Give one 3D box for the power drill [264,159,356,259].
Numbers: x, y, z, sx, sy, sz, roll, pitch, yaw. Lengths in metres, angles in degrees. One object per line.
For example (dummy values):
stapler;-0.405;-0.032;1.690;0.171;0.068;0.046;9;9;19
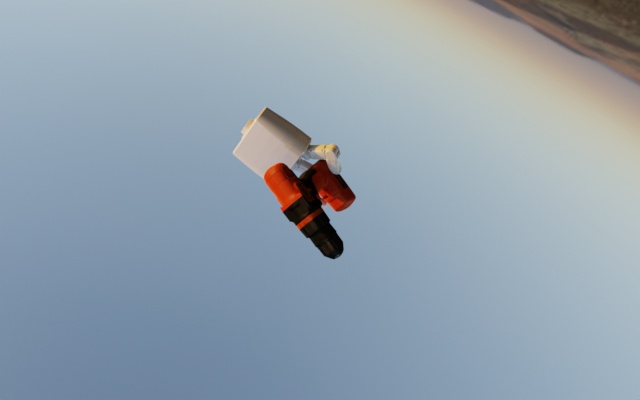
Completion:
power drill;0.000;0.002;0.841;0.057;0.184;0.187;-37;-2;24
